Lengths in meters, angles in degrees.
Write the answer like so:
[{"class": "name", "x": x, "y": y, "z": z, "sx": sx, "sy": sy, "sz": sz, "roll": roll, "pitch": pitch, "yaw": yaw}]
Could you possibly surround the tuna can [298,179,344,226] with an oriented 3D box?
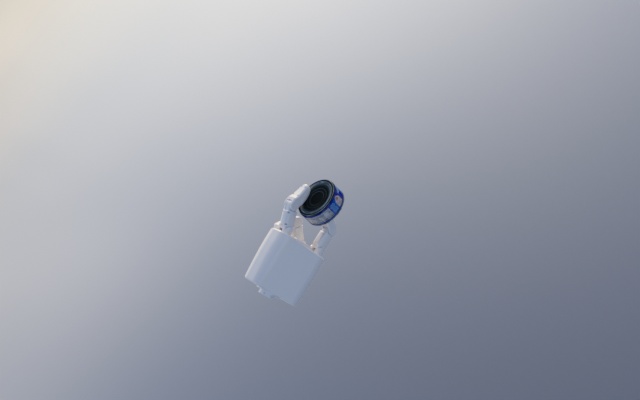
[{"class": "tuna can", "x": 0.000, "y": 0.003, "z": 0.896, "sx": 0.086, "sy": 0.086, "sz": 0.034, "roll": 0, "pitch": -34, "yaw": 43}]
